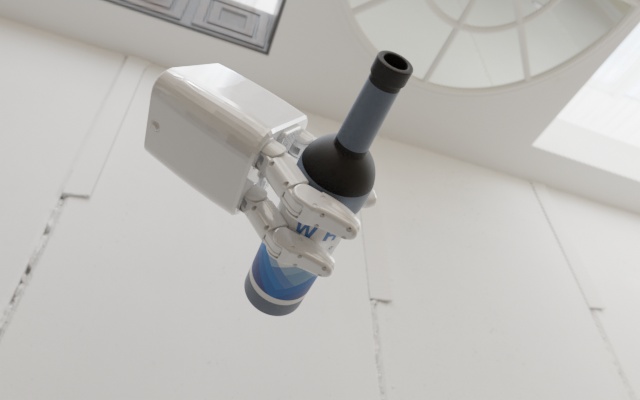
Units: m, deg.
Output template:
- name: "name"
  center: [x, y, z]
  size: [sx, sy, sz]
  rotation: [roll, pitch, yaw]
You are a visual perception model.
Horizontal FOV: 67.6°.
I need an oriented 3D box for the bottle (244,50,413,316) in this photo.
- name: "bottle"
  center: [0.000, 0.002, 0.424]
  size: [0.069, 0.069, 0.296]
  rotation: [0, -41, -27]
